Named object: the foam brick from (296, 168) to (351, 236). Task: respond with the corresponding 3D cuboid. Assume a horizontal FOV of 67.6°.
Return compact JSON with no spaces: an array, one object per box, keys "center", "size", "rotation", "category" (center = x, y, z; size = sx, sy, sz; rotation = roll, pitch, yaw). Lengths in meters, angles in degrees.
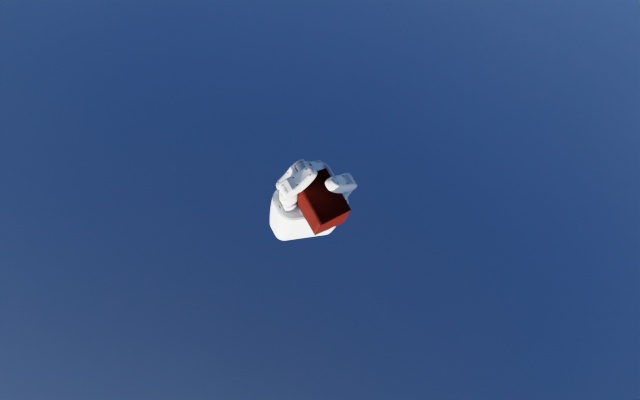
[{"center":[0.000,0.003,0.701],"size":[0.053,0.078,0.051],"rotation":[-23,-18,-20],"category":"foam brick"}]
